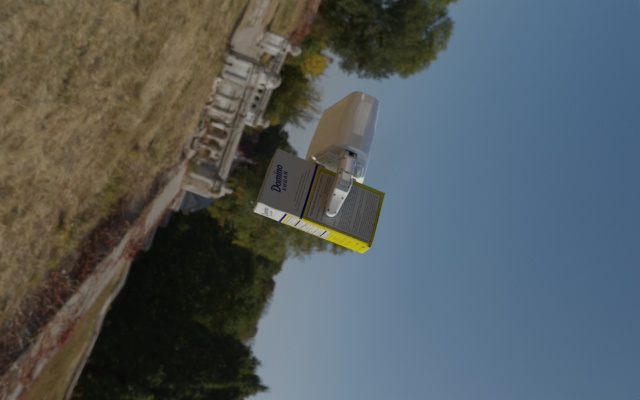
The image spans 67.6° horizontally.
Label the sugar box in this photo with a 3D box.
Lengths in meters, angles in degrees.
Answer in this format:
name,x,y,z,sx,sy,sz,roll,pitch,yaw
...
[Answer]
name,x,y,z,sx,sy,sz,roll,pitch,yaw
sugar box,0.000,0.002,0.696,0.176,0.093,0.048,22,-26,-9
